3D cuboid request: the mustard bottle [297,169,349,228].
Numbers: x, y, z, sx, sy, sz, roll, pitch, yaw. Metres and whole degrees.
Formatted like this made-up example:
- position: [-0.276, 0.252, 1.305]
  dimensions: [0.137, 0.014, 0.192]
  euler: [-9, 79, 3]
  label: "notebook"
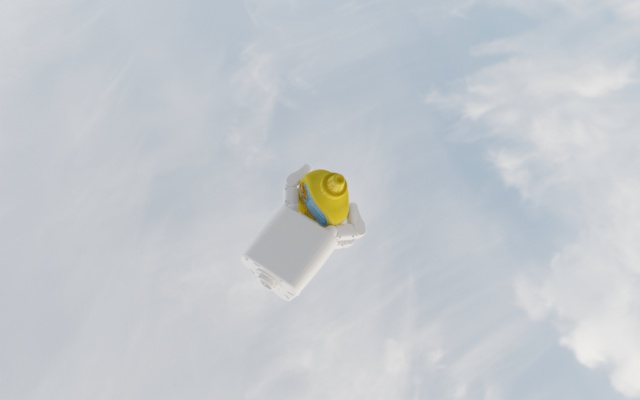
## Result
- position: [0.000, 0.002, 0.777]
  dimensions: [0.058, 0.096, 0.192]
  euler: [-25, -11, -24]
  label: "mustard bottle"
